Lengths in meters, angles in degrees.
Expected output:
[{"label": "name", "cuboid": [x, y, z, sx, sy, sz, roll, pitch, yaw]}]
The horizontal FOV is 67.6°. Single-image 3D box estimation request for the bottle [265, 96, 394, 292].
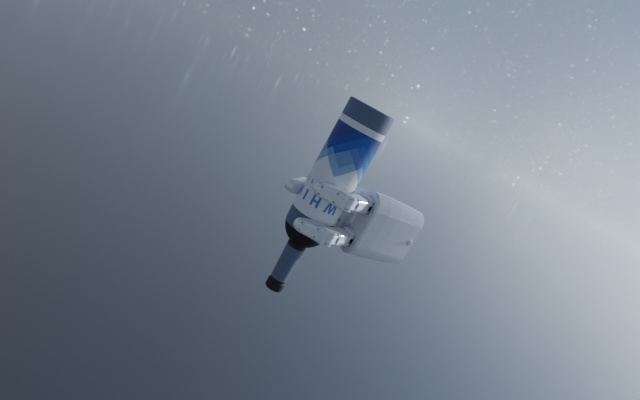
[{"label": "bottle", "cuboid": [0.000, 0.002, 0.669, 0.069, 0.296, 0.069, 27, 13, -7]}]
